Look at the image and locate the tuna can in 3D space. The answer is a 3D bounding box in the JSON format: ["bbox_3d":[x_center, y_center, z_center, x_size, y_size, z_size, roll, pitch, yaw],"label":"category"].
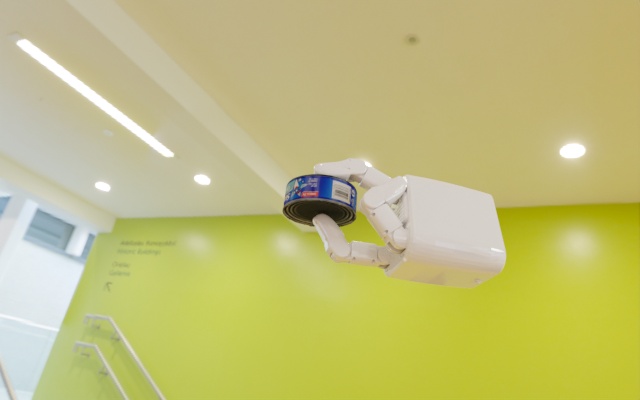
[{"bbox_3d":[0.000,0.001,0.556,0.086,0.033,0.086,5,-23,2],"label":"tuna can"}]
